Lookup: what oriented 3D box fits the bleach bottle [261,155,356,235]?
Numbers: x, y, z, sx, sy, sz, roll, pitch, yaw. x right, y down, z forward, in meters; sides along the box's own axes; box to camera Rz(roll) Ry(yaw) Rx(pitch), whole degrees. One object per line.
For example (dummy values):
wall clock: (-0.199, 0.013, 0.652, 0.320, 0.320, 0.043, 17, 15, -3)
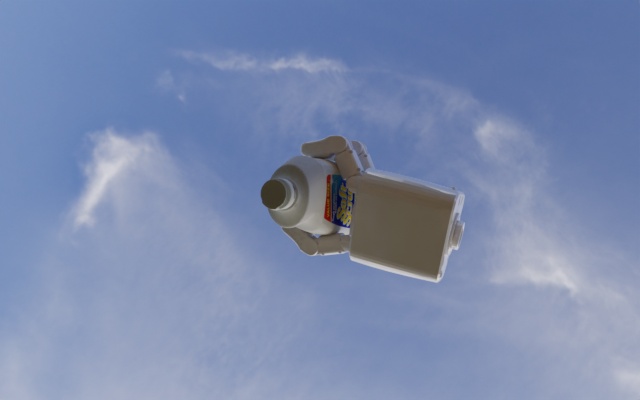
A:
bleach bottle: (0.000, 0.002, 0.571, 0.068, 0.102, 0.251, 14, 5, 21)
